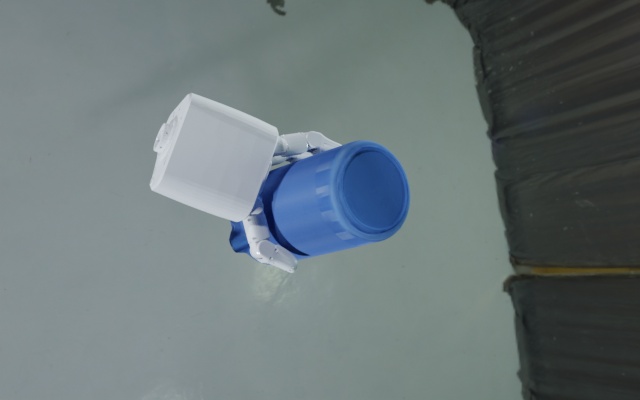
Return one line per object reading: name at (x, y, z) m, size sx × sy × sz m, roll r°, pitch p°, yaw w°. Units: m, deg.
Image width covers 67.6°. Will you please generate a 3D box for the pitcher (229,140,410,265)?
pitcher at (0.000, 0.002, 0.593) m, size 0.145 × 0.149 × 0.243 m, roll 21°, pitch -20°, yaw -28°
